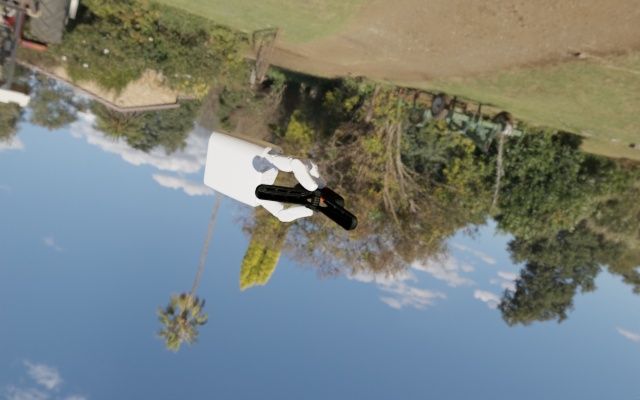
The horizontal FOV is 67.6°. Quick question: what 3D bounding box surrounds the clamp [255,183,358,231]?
[{"bbox_3d":[0.000,0.003,0.806,0.164,0.036,0.210,22,11,13],"label":"clamp"}]
